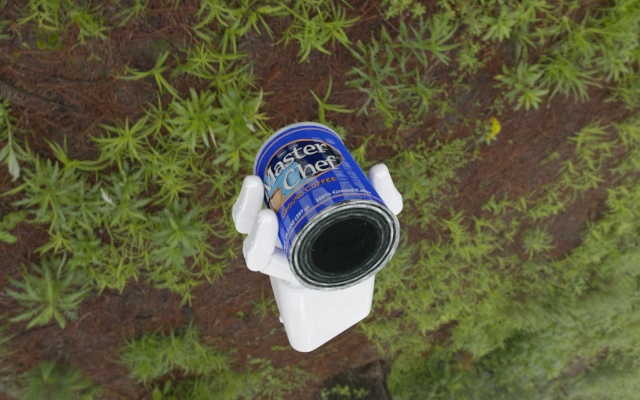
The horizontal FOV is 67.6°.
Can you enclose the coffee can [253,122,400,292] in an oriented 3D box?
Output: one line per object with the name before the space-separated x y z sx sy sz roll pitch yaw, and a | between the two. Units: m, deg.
coffee can | 0.000 0.001 0.461 0.103 0.103 0.140 0 35 -23
